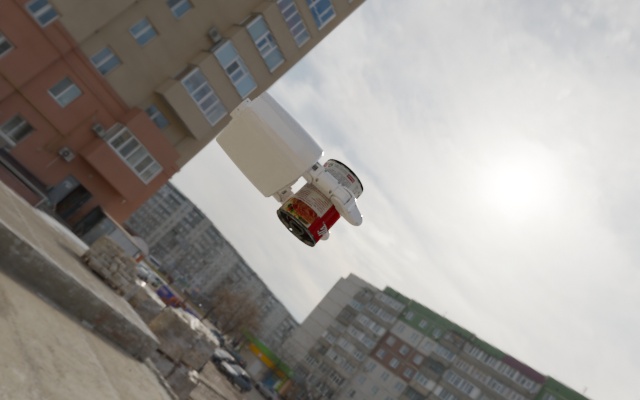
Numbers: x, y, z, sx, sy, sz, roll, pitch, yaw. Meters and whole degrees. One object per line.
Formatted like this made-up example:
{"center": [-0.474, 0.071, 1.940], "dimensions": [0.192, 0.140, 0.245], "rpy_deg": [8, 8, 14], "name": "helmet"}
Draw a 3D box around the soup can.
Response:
{"center": [0.001, 0.002, 0.633], "dimensions": [0.102, 0.068, 0.068], "rpy_deg": [-46, 18, -18], "name": "soup can"}
